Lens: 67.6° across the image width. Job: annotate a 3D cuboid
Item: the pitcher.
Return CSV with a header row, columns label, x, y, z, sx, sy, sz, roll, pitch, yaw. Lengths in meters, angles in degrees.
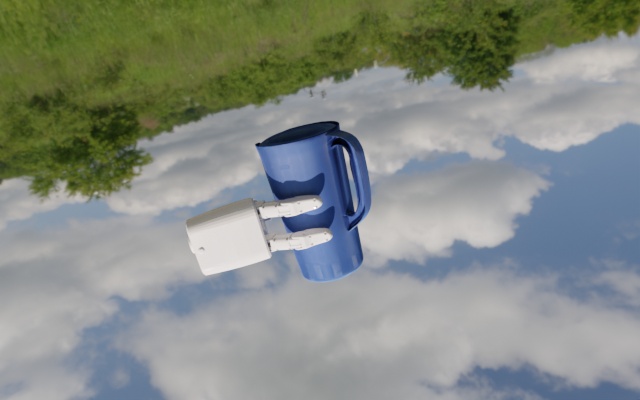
label,x,y,z,sx,sy,sz,roll,pitch,yaw
pitcher,0.000,0.003,0.755,0.145,0.243,0.149,-17,18,-6
